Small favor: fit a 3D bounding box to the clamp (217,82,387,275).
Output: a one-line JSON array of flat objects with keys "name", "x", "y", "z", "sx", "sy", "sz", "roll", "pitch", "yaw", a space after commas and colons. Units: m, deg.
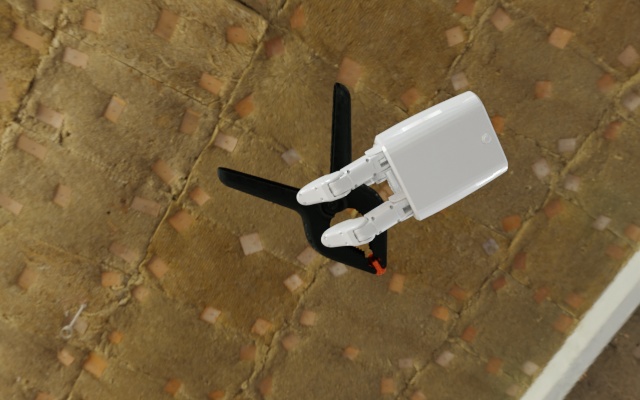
[{"name": "clamp", "x": 0.000, "y": 0.002, "z": 0.526, "sx": 0.164, "sy": 0.210, "sz": 0.036, "roll": -28, "pitch": 15, "yaw": 4}]
